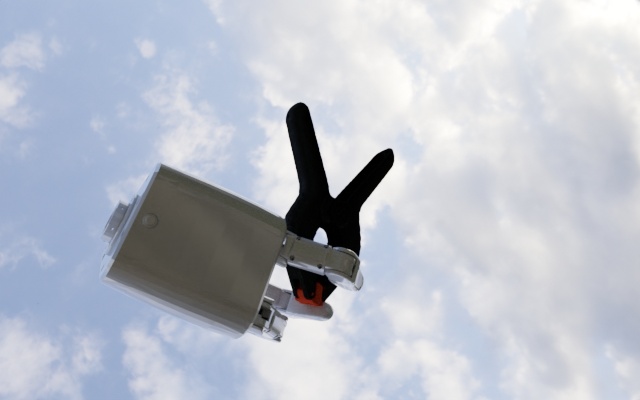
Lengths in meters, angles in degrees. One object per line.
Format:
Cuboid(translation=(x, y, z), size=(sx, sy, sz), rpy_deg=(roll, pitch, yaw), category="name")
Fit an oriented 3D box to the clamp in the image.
Cuboid(translation=(0.000, 0.002, 0.419), size=(0.120, 0.171, 0.039), rpy_deg=(29, -23, -23), category="clamp")
